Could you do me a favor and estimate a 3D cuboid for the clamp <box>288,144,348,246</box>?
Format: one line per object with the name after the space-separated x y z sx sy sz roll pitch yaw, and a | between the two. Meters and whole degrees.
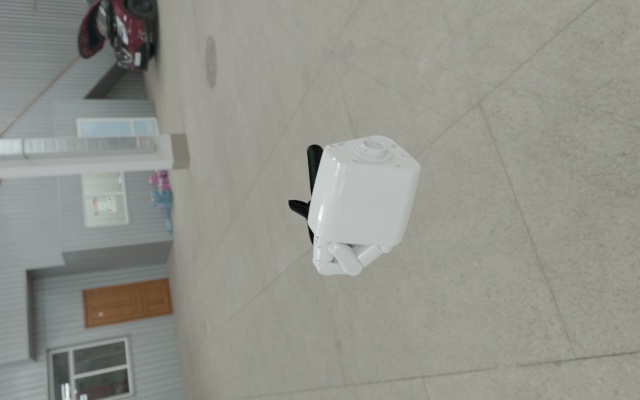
0.000 0.002 0.673 0.039 0.120 0.171 -5 34 -25 | clamp
